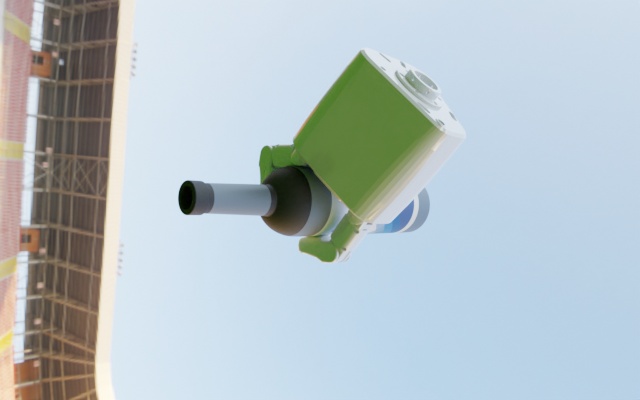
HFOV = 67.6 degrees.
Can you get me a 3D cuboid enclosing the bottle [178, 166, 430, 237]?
[{"bbox_3d":[0.000,0.002,0.473,0.069,0.069,0.296,0,-2,45],"label":"bottle"}]
